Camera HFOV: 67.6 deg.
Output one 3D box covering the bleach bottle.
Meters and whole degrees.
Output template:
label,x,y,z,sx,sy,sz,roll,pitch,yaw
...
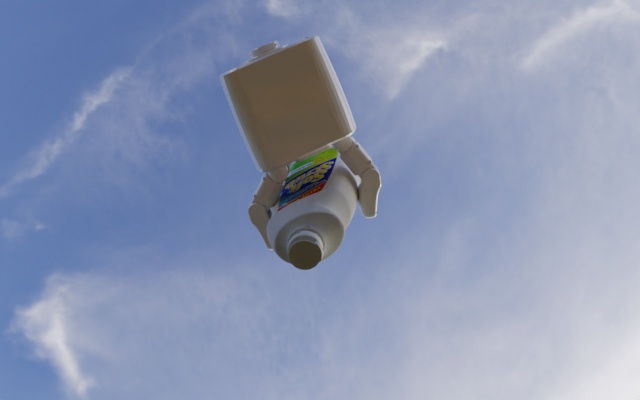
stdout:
label,x,y,z,sx,sy,sz,roll,pitch,yaw
bleach bottle,0.000,0.002,0.519,0.102,0.068,0.250,-20,17,9
